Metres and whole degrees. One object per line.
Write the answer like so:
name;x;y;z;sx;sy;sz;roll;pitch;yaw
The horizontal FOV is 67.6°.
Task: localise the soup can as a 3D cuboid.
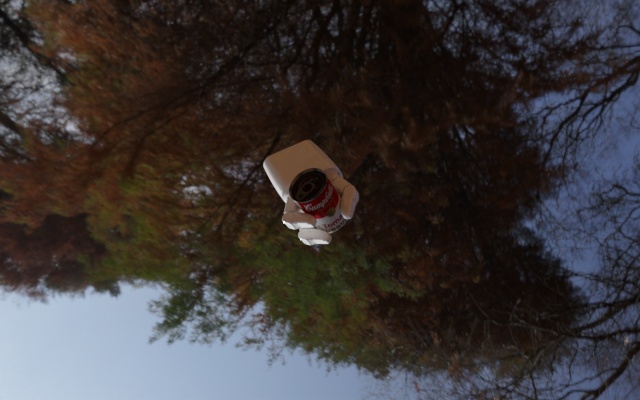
soup can;0.001;0.003;0.802;0.068;0.068;0.102;0;-34;30
